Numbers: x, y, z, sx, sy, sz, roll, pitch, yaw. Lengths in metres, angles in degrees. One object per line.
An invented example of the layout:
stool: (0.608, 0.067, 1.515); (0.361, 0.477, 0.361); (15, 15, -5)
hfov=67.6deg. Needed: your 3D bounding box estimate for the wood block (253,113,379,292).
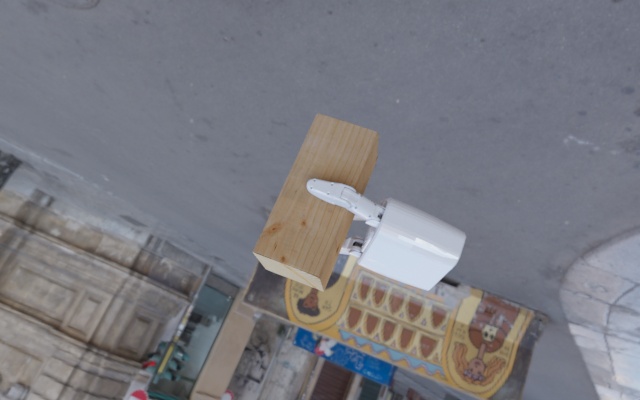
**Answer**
wood block: (0.000, 0.002, 0.636); (0.090, 0.206, 0.091); (19, -19, 11)
